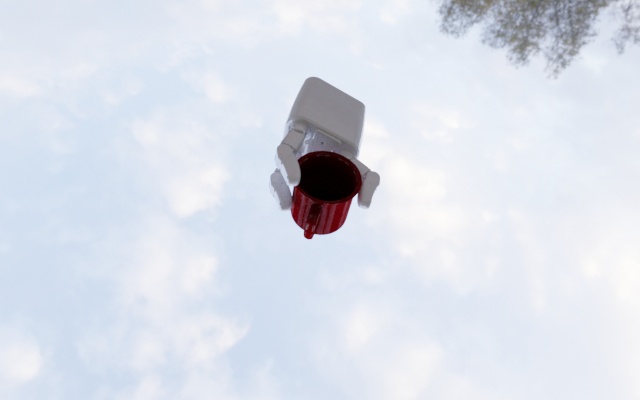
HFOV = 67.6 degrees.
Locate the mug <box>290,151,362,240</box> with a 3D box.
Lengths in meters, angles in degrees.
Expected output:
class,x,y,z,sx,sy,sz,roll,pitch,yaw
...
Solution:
class,x,y,z,sx,sy,sz,roll,pitch,yaw
mug,0.000,0.003,0.642,0.093,0.117,0.082,15,-40,2
